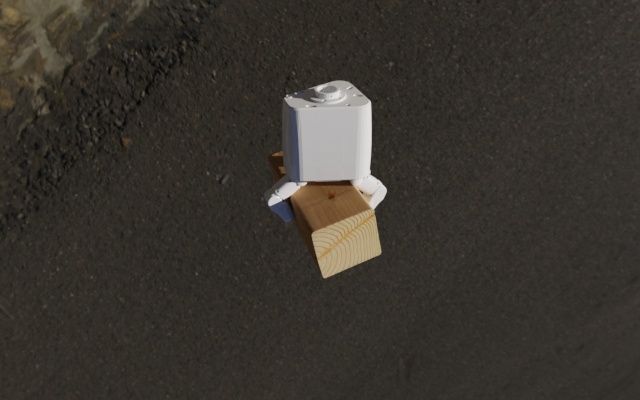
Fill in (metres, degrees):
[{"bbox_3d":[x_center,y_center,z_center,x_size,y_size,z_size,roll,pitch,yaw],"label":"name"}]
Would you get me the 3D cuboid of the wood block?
[{"bbox_3d":[0.000,0.002,0.709,0.091,0.090,0.206,-22,39,-9],"label":"wood block"}]
